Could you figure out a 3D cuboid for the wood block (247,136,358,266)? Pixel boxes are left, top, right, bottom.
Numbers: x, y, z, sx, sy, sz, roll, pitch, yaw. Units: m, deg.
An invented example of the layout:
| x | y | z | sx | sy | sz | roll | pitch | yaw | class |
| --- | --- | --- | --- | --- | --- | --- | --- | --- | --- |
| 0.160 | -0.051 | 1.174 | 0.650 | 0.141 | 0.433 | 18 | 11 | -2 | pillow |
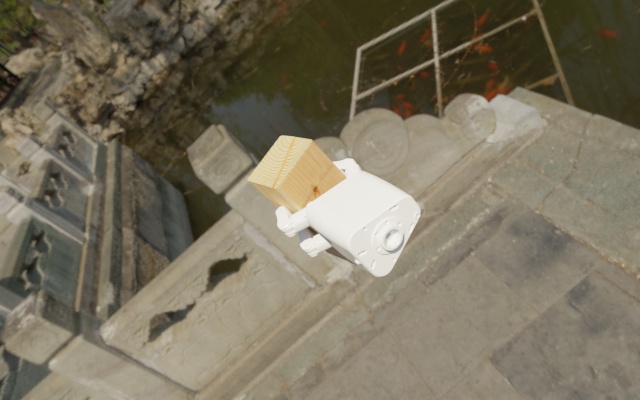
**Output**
| x | y | z | sx | sy | sz | roll | pitch | yaw | class |
| --- | --- | --- | --- | --- | --- | --- | --- | --- | --- |
| 0.000 | 0.002 | 0.745 | 0.090 | 0.091 | 0.206 | 17 | -23 | 52 | wood block |
